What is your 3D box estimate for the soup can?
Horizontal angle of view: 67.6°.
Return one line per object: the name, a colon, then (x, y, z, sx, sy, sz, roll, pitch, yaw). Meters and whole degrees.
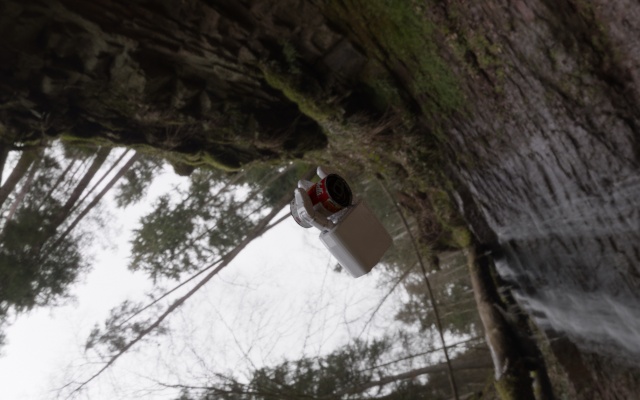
soup can: (0.000, 0.003, 0.884, 0.102, 0.068, 0.068, -32, -21, 37)
